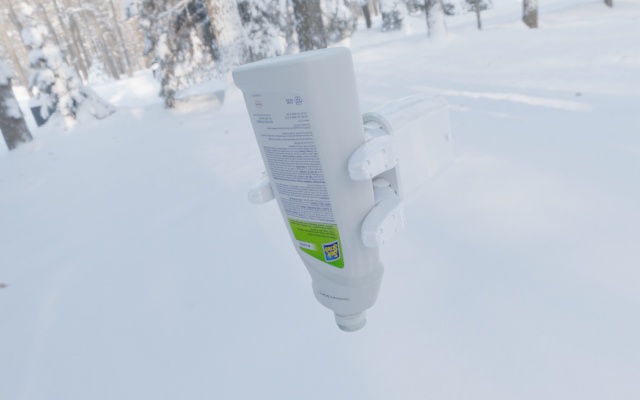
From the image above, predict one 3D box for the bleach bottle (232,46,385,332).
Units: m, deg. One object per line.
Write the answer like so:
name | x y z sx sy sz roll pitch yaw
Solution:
bleach bottle | 0.000 0.001 0.420 0.102 0.251 0.068 9 29 44
